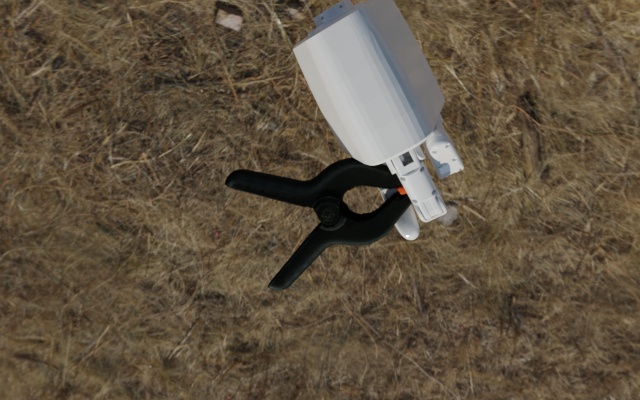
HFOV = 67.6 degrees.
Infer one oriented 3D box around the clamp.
[{"bbox_3d":[0.000,0.002,0.424,0.171,0.120,0.039,-27,16,14],"label":"clamp"}]
